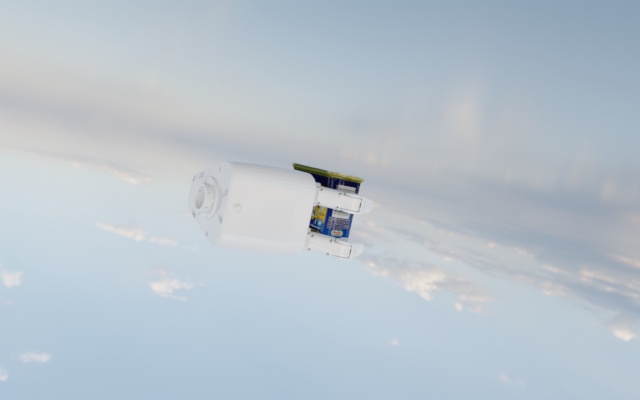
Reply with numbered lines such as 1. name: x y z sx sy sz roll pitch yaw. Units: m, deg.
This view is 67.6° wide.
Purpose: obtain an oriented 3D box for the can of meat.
1. can of meat: 0.000 0.002 0.610 0.057 0.084 0.102 9 5 -41
